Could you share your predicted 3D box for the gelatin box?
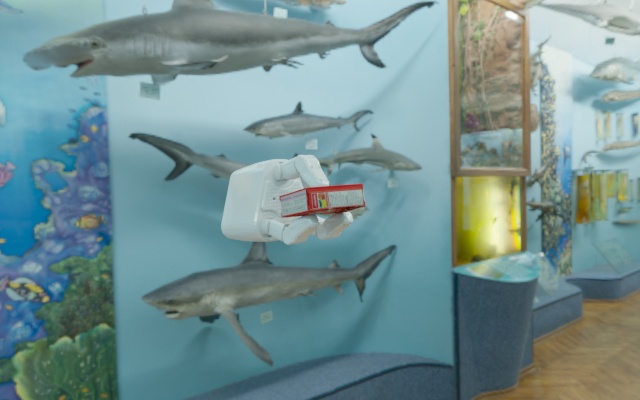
[{"bbox_3d":[0.000,0.001,0.571,0.073,0.030,0.089,-4,-5,-26],"label":"gelatin box"}]
